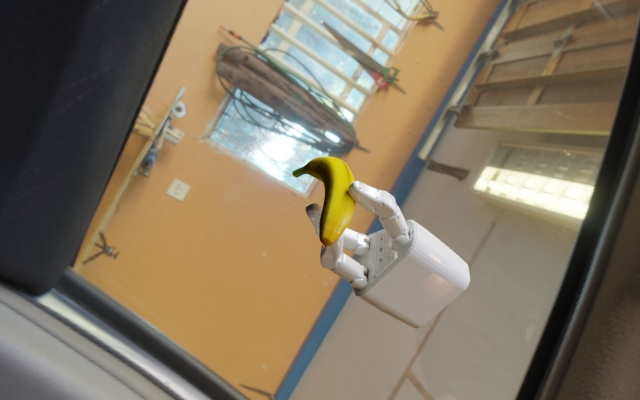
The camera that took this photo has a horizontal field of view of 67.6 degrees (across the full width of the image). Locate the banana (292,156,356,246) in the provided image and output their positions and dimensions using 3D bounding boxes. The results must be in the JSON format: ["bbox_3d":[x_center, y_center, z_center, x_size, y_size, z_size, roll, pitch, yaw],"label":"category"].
[{"bbox_3d":[0.012,-0.013,0.586,0.037,0.069,0.197,40,11,-25],"label":"banana"}]
